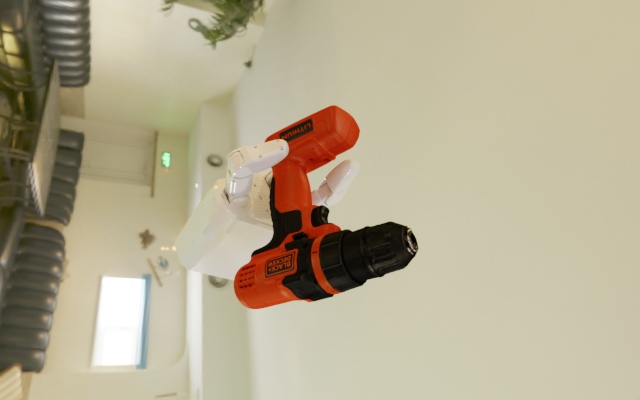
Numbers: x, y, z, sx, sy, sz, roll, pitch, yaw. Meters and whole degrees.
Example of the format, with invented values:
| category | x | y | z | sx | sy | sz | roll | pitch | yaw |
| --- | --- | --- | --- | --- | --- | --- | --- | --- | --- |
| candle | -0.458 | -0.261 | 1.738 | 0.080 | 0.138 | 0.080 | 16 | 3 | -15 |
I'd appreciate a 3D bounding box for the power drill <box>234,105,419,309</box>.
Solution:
| category | x | y | z | sx | sy | sz | roll | pitch | yaw |
| --- | --- | --- | --- | --- | --- | --- | --- | --- | --- |
| power drill | 0.000 | 0.001 | 0.454 | 0.184 | 0.187 | 0.057 | -20 | -40 | 29 |
